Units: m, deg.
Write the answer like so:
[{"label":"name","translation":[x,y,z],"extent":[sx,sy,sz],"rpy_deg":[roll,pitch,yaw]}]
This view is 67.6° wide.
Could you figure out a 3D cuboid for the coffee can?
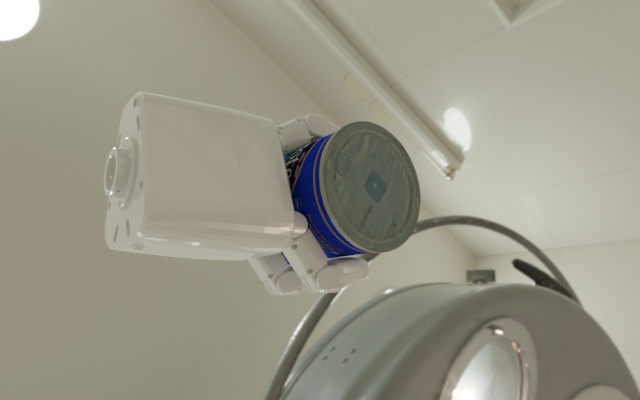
[{"label":"coffee can","translation":[0.000,0.001,0.418],"extent":[0.103,0.103,0.140],"rpy_deg":[0,-11,-39]}]
